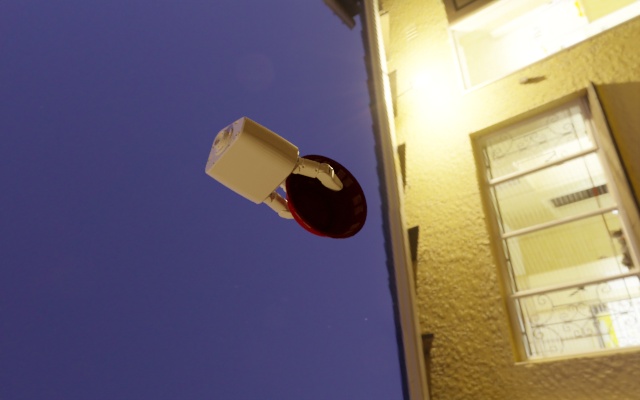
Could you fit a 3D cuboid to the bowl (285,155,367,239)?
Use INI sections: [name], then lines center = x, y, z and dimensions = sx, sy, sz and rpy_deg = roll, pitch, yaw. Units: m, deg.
[bowl]
center = 0.001, 0.004, 0.824
dimensions = 0.162, 0.162, 0.055
rpy_deg = 0, -28, -34
